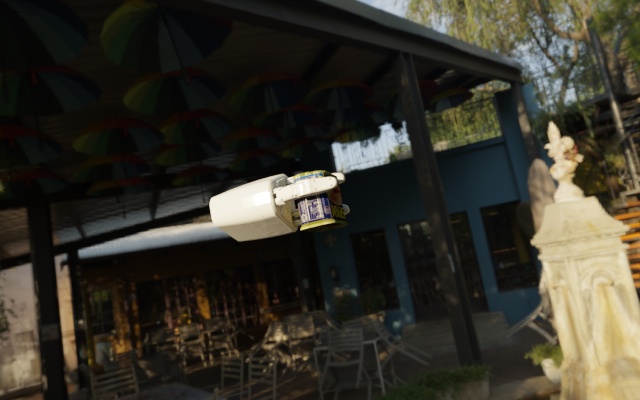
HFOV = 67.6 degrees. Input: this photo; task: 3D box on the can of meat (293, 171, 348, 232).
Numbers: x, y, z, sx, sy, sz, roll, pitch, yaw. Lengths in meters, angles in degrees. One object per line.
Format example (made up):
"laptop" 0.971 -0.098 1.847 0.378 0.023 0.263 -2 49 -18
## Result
"can of meat" 0.000 0.002 0.753 0.057 0.084 0.102 -14 -10 17
